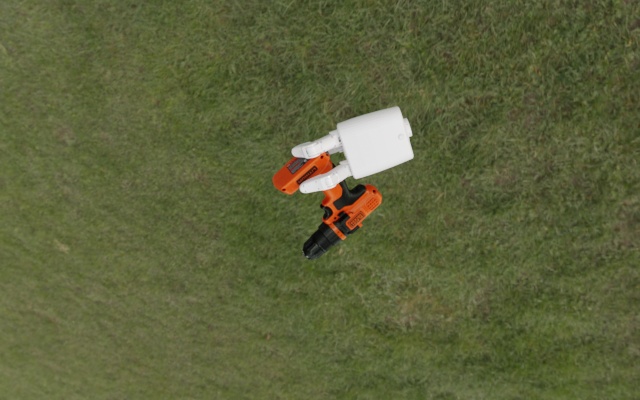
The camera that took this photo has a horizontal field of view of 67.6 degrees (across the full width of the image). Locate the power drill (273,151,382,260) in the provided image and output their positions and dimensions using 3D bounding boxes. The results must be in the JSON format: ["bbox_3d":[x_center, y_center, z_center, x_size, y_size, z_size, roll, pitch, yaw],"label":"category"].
[{"bbox_3d":[0.000,0.002,0.858,0.188,0.184,0.057,46,1,-37],"label":"power drill"}]
